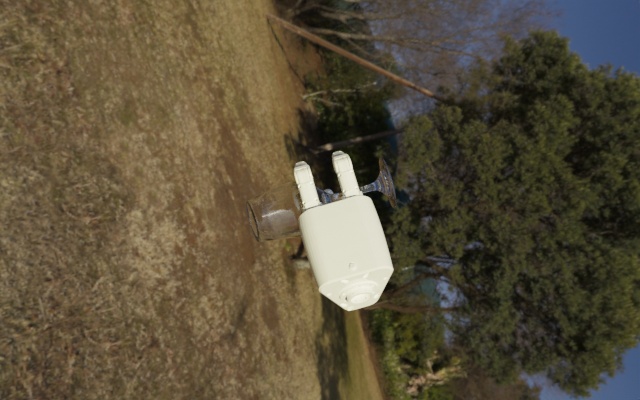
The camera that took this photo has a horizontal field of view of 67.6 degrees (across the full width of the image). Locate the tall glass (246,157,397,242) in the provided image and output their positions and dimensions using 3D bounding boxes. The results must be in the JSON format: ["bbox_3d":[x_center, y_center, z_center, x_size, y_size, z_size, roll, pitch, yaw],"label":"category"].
[{"bbox_3d":[0.001,0.002,0.674,0.201,0.079,0.079,-16,0,-1],"label":"tall glass"}]
